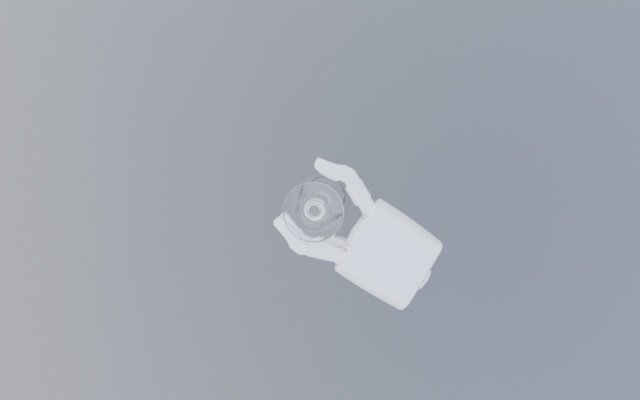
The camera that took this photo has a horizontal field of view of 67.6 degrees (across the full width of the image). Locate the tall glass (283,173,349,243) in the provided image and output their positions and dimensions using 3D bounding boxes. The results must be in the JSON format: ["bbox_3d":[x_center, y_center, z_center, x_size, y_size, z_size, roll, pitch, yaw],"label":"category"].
[{"bbox_3d":[0.000,0.002,0.671,0.079,0.079,0.201,0,7,5],"label":"tall glass"}]
